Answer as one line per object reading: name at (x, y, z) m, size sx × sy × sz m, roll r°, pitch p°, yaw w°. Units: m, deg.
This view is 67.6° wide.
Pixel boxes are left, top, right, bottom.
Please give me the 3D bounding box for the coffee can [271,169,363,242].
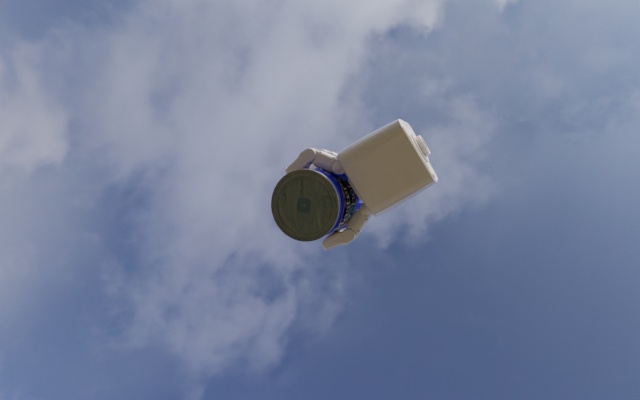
coffee can at (0.000, 0.003, 0.733) m, size 0.103 × 0.103 × 0.140 m, roll 0°, pitch 4°, yaw 20°
